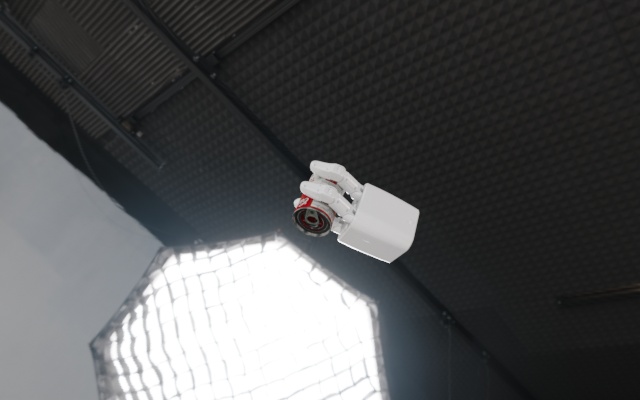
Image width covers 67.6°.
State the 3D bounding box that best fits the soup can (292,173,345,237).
[{"bbox_3d":[0.000,0.002,0.822,0.068,0.069,0.102,0,43,24],"label":"soup can"}]
